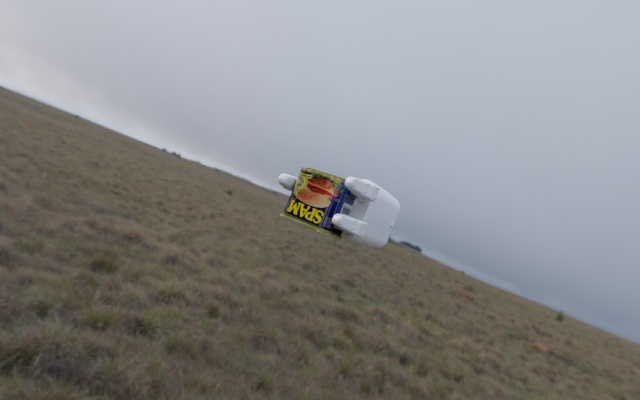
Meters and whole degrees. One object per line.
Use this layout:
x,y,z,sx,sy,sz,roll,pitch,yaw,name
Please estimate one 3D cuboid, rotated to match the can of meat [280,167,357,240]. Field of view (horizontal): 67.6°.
0.000,0.002,0.713,0.102,0.084,0.057,20,-3,40,can of meat
